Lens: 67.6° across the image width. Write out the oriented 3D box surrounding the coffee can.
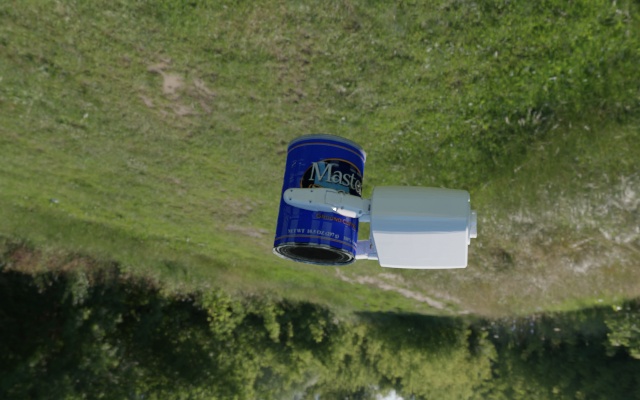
[{"bbox_3d":[0.000,0.002,0.599,0.103,0.140,0.103,6,-19,2],"label":"coffee can"}]
